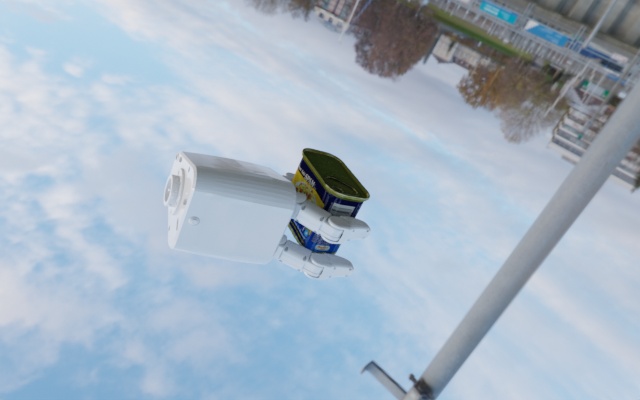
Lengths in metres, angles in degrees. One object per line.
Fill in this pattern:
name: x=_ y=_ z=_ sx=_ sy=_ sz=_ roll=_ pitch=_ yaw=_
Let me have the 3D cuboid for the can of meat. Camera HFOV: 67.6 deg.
can of meat: x=0.000 y=0.002 z=0.551 sx=0.057 sy=0.084 sz=0.102 roll=9 pitch=29 yaw=-33
